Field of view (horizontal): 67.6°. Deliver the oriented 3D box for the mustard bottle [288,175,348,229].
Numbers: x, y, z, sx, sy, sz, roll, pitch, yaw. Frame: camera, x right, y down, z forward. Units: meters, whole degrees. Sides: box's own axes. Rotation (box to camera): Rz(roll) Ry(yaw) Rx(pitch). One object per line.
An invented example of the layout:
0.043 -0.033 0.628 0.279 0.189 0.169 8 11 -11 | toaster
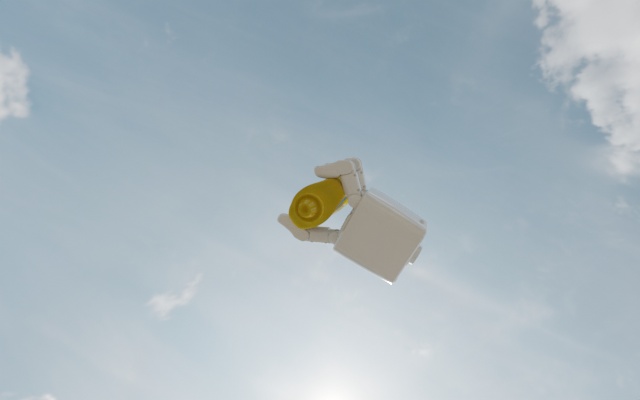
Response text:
0.000 0.002 0.730 0.096 0.058 0.191 -36 -2 15 | mustard bottle
